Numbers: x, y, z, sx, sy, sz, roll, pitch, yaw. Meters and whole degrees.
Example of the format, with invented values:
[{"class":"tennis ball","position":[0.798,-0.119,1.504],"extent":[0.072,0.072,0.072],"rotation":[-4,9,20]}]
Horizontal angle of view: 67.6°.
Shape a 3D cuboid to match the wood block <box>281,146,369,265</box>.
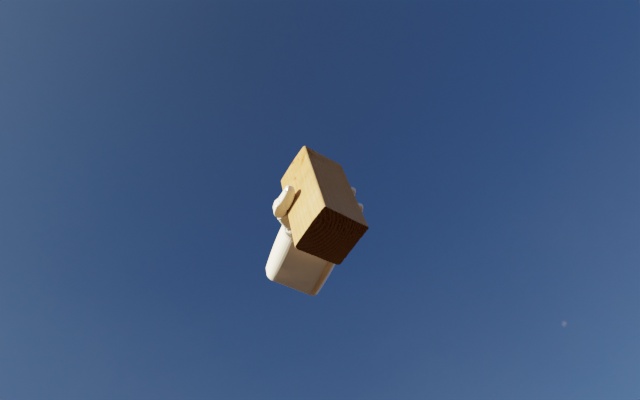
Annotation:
[{"class":"wood block","position":[0.000,0.003,0.834],"extent":[0.091,0.090,0.206],"rotation":[25,24,-25]}]
